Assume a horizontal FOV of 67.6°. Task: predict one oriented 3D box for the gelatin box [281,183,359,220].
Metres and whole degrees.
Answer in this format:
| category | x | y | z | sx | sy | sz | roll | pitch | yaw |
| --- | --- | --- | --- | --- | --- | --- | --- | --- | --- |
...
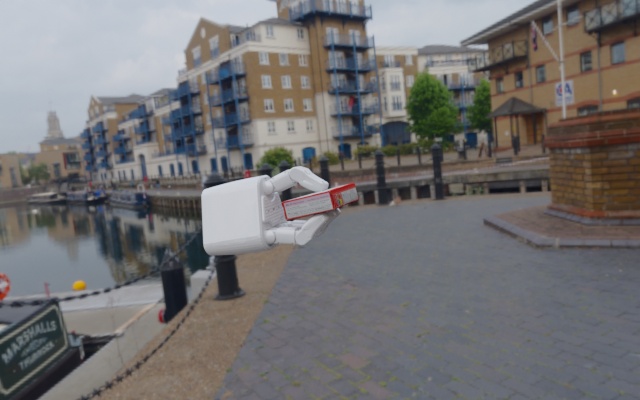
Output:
| category | x | y | z | sx | sy | sz | roll | pitch | yaw |
| --- | --- | --- | --- | --- | --- | --- | --- | --- | --- |
| gelatin box | 0.000 | 0.002 | 0.695 | 0.089 | 0.030 | 0.073 | -14 | 2 | 33 |
